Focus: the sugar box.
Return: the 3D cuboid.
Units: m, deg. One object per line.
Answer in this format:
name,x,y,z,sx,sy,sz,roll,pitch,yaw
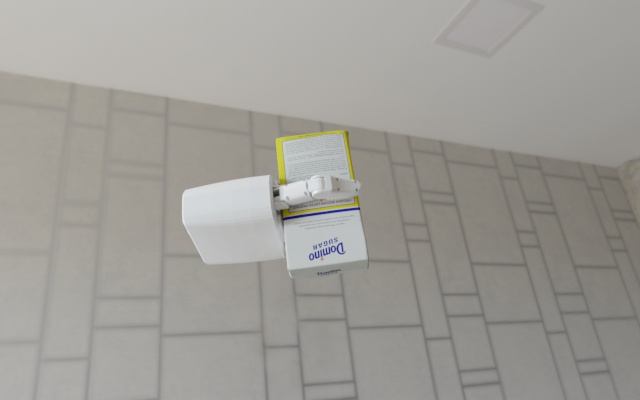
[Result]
sugar box,0.000,0.002,0.578,0.093,0.176,0.048,-7,-24,1
